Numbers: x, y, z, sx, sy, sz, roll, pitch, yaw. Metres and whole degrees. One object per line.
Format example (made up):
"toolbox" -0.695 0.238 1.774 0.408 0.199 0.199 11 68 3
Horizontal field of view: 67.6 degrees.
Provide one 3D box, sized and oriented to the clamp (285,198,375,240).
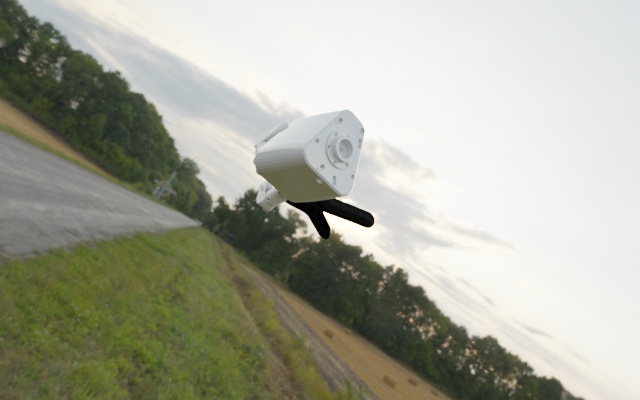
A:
"clamp" 0.000 0.002 0.730 0.120 0.039 0.171 -17 -46 38
